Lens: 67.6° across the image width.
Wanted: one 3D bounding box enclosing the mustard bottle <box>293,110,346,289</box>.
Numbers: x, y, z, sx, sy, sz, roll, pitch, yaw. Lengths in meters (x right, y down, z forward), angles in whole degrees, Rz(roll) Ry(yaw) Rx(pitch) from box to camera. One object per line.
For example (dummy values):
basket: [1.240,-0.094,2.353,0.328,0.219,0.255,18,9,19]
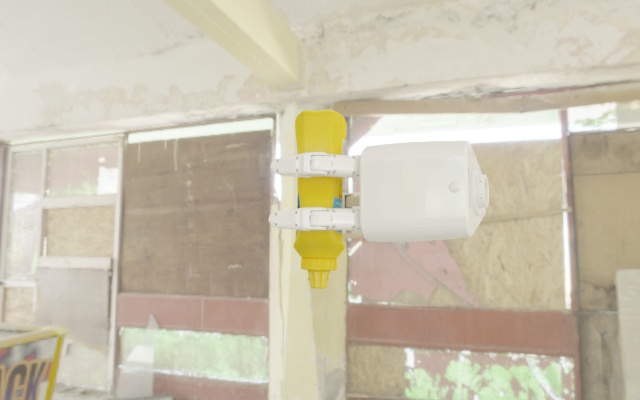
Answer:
mustard bottle: [0.000,0.002,0.538,0.058,0.191,0.096,0,-5,4]
